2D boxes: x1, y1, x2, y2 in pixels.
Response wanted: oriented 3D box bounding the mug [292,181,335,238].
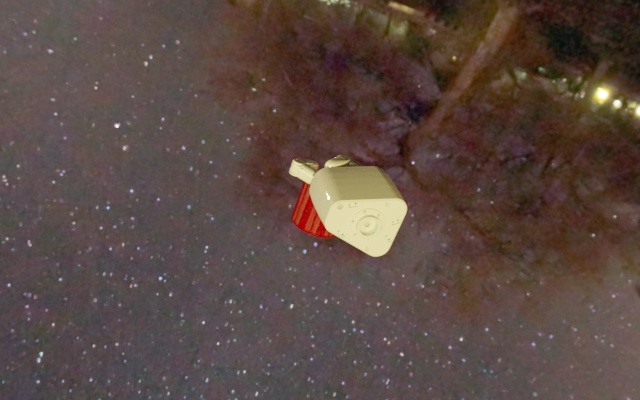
[{"bbox_3d":[0.000,0.002,0.790,0.093,0.081,0.117,14,22,-17],"label":"mug"}]
